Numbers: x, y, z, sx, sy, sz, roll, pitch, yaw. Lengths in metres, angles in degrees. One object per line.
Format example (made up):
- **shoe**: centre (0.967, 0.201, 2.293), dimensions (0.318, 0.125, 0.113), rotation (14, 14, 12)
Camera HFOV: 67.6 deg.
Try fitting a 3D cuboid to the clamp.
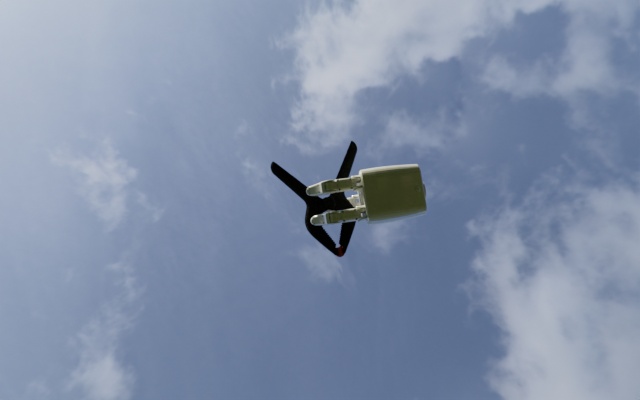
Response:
- **clamp**: centre (0.000, 0.003, 0.880), dimensions (0.164, 0.210, 0.036), rotation (-8, -6, -1)
